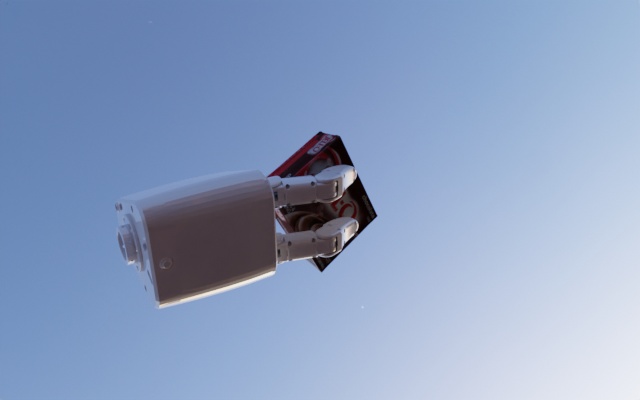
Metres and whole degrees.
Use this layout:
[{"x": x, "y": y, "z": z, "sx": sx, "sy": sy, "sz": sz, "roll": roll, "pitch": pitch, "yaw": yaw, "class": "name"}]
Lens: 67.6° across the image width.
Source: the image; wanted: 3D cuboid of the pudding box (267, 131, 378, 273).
[{"x": 0.000, "y": 0.002, "z": 0.480, "sx": 0.090, "sy": 0.114, "sz": 0.039, "roll": -43, "pitch": 39, "yaw": -18, "class": "pudding box"}]
